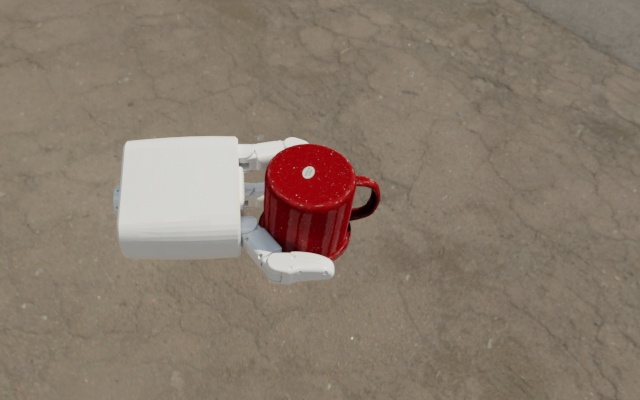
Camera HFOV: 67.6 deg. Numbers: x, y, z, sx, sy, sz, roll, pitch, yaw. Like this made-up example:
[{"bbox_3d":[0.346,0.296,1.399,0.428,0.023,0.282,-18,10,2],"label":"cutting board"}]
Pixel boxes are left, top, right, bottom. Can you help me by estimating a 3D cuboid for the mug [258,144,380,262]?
[{"bbox_3d":[0.002,0.001,0.447,0.117,0.093,0.082,-3,-40,-10],"label":"mug"}]
